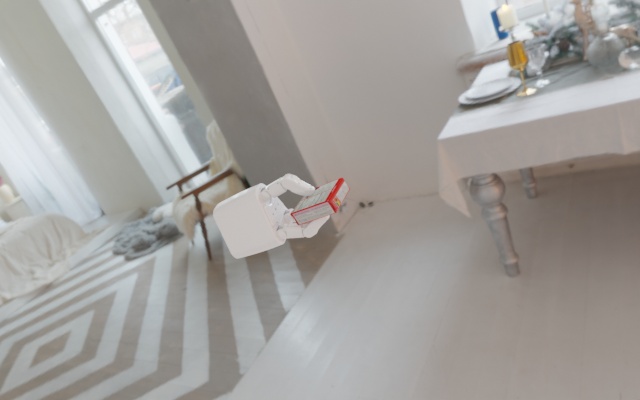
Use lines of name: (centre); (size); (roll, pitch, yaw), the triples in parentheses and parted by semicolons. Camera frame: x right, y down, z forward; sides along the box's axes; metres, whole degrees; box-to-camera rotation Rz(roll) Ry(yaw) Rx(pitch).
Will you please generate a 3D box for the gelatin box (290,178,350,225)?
gelatin box: (0.000, 0.002, 0.833); (0.089, 0.030, 0.073); (-21, 23, 36)
